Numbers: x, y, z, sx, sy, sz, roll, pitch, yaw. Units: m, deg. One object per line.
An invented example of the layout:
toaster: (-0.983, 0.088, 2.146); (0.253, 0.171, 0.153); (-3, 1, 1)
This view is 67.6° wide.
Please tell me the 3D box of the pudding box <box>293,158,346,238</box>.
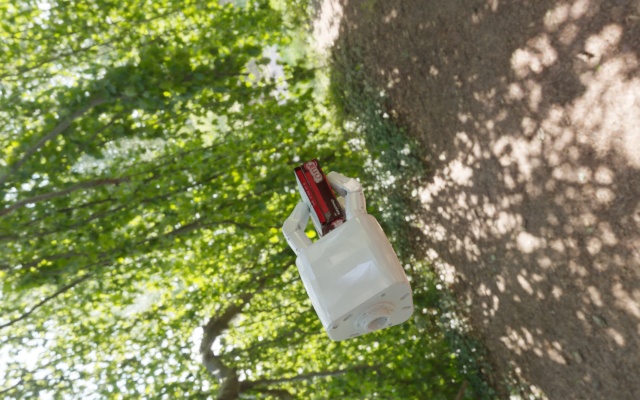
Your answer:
pudding box: (0.000, 0.002, 0.664); (0.039, 0.090, 0.113); (-24, -14, -6)
